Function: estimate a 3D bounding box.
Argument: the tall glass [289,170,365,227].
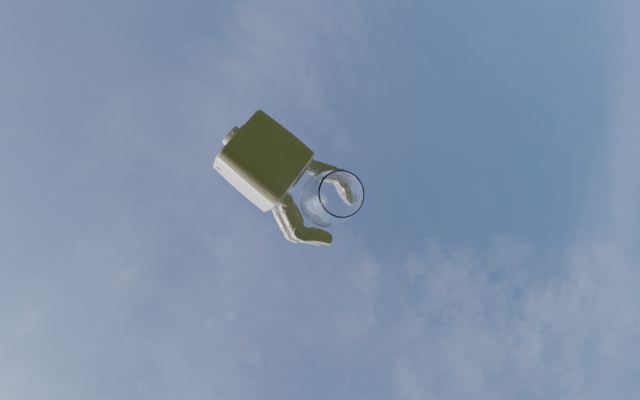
[{"bbox_3d":[0.000,0.002,0.698,0.079,0.079,0.201,0,-6,-16],"label":"tall glass"}]
